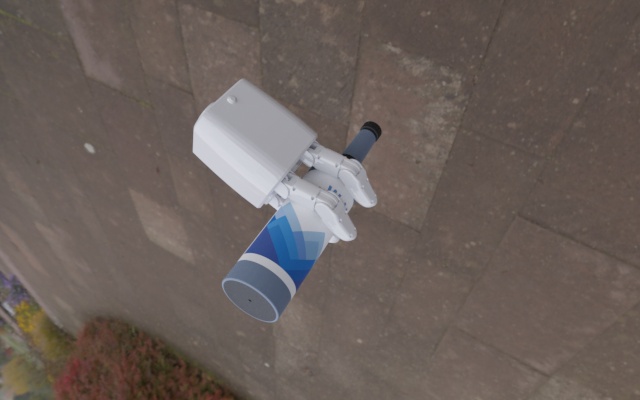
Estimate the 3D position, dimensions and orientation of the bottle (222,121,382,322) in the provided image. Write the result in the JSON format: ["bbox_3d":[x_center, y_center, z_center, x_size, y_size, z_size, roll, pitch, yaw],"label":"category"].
[{"bbox_3d":[0.000,0.002,0.553,0.069,0.069,0.295,0,41,39],"label":"bottle"}]
